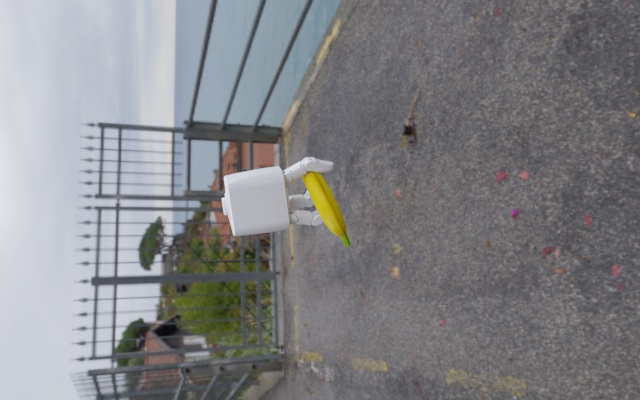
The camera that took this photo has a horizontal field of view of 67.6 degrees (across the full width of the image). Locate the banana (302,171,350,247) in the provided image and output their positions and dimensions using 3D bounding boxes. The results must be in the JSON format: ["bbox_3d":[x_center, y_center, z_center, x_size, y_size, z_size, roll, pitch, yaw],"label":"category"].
[{"bbox_3d":[0.001,-0.005,0.879,0.037,0.197,0.070,-19,-34,-10],"label":"banana"}]
